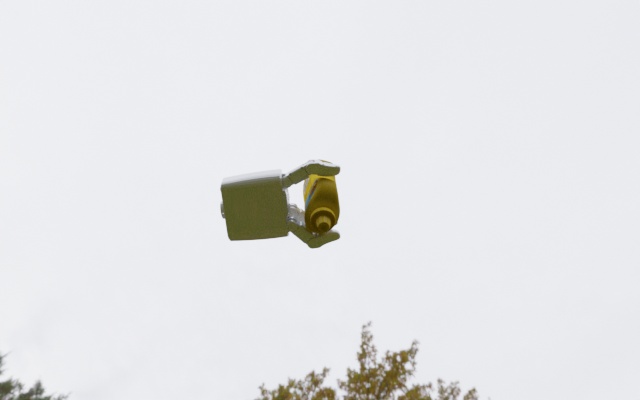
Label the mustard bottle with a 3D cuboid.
[{"bbox_3d":[0.000,0.003,0.833,0.058,0.096,0.191,15,23,-9],"label":"mustard bottle"}]
